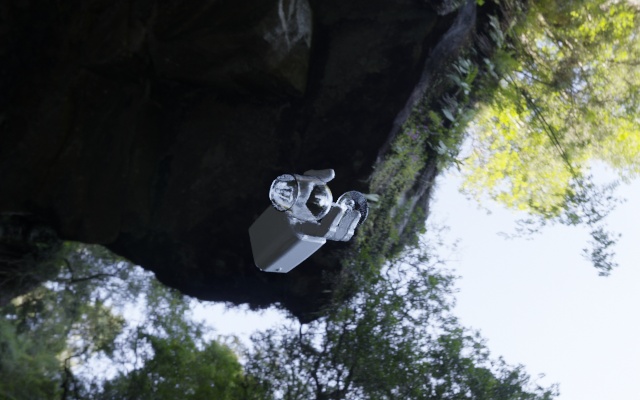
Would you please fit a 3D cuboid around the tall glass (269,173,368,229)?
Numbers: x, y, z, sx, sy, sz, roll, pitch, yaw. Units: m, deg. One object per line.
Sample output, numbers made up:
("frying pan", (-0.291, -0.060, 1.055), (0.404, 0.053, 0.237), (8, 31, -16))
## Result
("tall glass", (0.001, 0.003, 0.832), (0.079, 0.079, 0.201), (0, -9, 36))
